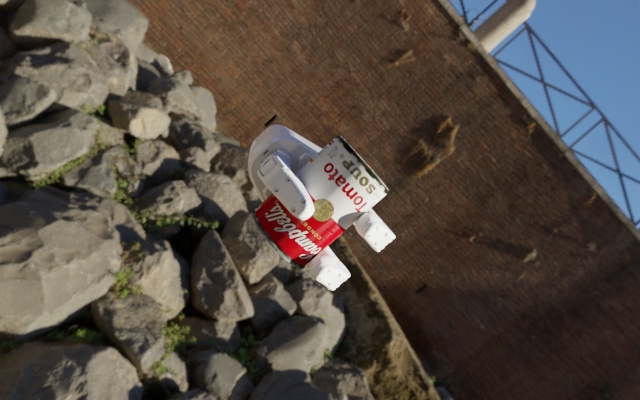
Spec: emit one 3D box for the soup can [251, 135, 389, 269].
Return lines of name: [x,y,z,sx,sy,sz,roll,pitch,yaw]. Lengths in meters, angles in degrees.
soup can: [0.000,0.001,0.415,0.102,0.068,0.068,-41,-5,5]
